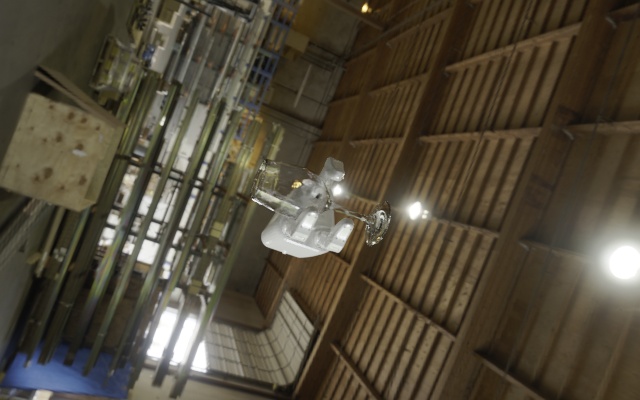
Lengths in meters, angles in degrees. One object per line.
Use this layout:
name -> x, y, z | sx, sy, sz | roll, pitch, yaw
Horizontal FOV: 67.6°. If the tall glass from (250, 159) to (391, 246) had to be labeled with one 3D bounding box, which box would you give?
tall glass -> 0.001, 0.002, 0.710 | 0.201, 0.079, 0.079 | 21, -7, -17
